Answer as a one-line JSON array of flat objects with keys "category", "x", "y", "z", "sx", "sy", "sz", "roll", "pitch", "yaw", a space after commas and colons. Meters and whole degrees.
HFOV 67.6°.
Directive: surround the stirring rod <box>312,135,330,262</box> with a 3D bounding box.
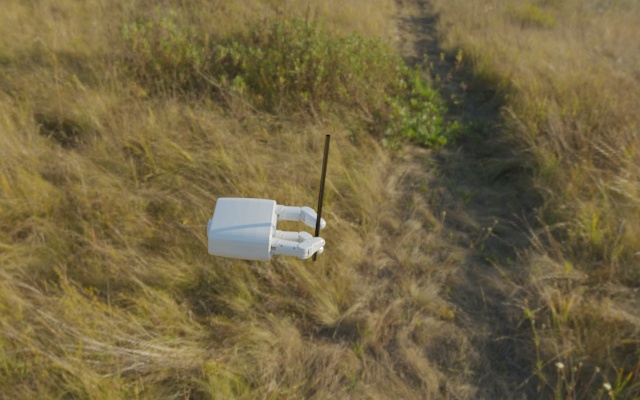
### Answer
[{"category": "stirring rod", "x": 0.000, "y": 0.003, "z": 0.815, "sx": 0.011, "sy": 0.240, "sz": 0.011, "roll": 5, "pitch": 27, "yaw": -3}]
